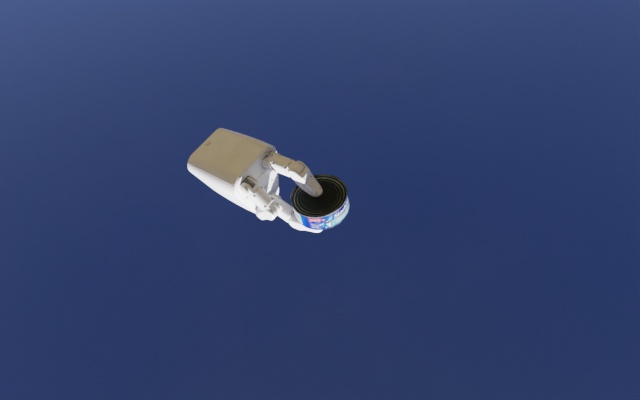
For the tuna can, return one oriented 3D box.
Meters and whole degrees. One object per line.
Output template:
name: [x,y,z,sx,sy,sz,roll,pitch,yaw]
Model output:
tuna can: [0.000,0.003,0.718,0.086,0.086,0.034,0,-41,13]
